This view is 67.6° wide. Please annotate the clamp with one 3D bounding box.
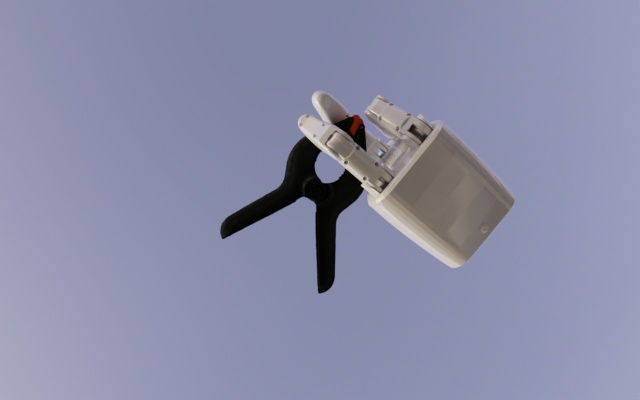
[{"bbox_3d":[0.000,0.001,0.460,0.120,0.171,0.039,39,1,-12],"label":"clamp"}]
